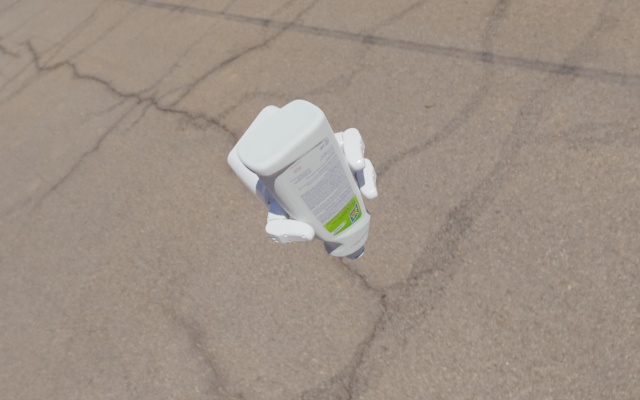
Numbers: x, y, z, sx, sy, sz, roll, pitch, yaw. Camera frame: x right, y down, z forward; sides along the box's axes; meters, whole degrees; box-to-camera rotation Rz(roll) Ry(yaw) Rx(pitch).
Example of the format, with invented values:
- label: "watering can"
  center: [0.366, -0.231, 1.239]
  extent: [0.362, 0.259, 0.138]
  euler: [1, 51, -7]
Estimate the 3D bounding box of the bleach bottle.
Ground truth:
- label: "bleach bottle"
  center: [0.000, 0.002, 0.587]
  extent: [0.068, 0.102, 0.251]
  euler: [40, -14, 42]
